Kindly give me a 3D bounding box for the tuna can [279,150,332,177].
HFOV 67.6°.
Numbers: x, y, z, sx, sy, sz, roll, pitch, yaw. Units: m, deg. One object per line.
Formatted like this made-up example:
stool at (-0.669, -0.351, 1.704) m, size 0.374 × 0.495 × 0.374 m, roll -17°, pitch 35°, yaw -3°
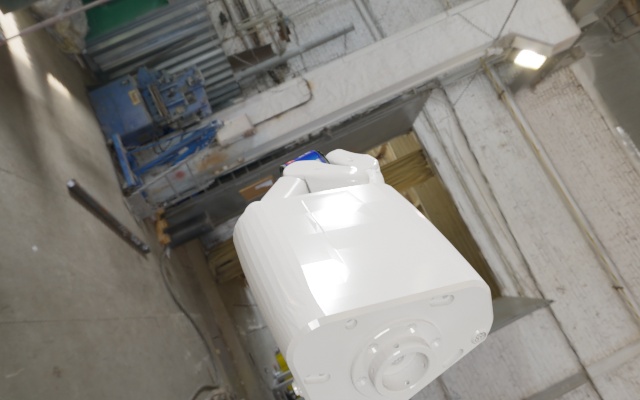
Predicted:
tuna can at (0.001, 0.001, 0.402) m, size 0.034 × 0.086 × 0.086 m, roll -29°, pitch 5°, yaw -9°
